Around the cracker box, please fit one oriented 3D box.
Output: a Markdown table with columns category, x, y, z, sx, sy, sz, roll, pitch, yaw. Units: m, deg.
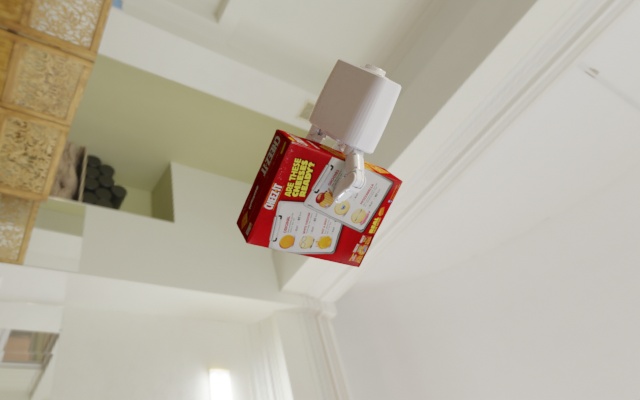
| category | x | y | z | sx | sy | sz | roll | pitch | yaw |
| --- | --- | --- | --- | --- | --- | --- | --- | --- | --- |
| cracker box | 0.000 | 0.003 | 0.742 | 0.214 | 0.164 | 0.072 | 17 | 16 | -32 |
